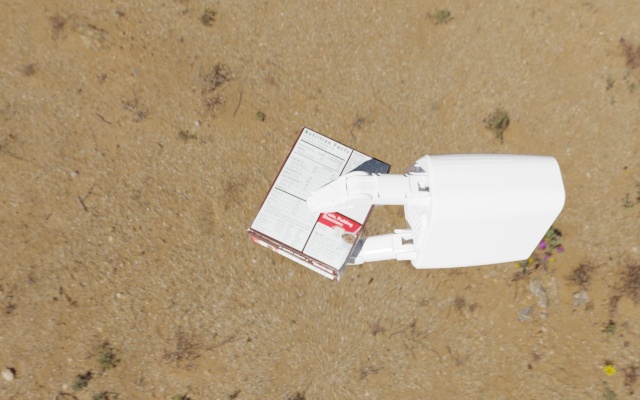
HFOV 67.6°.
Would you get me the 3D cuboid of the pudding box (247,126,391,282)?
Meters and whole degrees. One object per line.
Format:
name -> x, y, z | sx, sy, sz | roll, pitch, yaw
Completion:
pudding box -> 0.000, 0.001, 0.426 | 0.090, 0.113, 0.039 | 25, -19, 7
